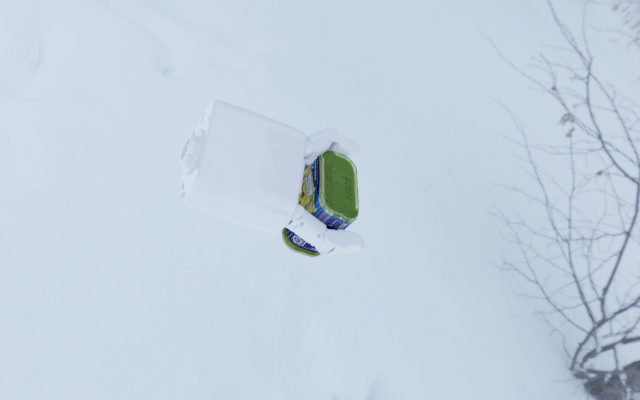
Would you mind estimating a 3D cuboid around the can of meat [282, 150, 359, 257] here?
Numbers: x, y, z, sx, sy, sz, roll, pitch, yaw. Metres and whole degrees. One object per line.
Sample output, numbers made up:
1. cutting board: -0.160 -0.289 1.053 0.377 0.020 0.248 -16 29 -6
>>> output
1. can of meat: 0.000 0.002 0.565 0.057 0.102 0.084 22 -44 -25
